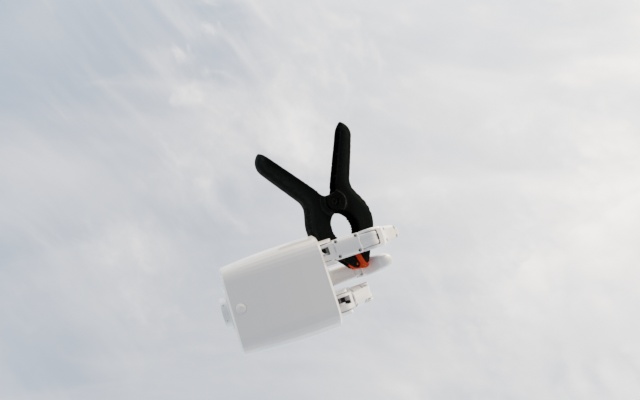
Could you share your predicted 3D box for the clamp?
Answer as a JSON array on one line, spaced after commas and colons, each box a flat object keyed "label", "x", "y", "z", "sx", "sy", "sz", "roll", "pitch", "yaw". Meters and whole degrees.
[{"label": "clamp", "x": 0.000, "y": 0.002, "z": 0.542, "sx": 0.120, "sy": 0.171, "sz": 0.039, "roll": -16, "pitch": -8, "yaw": -12}]
